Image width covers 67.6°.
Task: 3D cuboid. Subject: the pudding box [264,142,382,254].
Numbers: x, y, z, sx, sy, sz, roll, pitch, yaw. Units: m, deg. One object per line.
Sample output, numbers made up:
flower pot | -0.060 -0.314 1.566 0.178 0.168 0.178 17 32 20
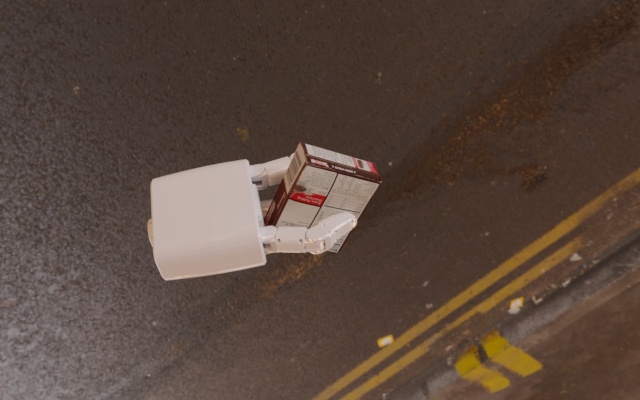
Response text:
pudding box | 0.000 0.002 0.514 0.090 0.113 0.039 13 37 -23
